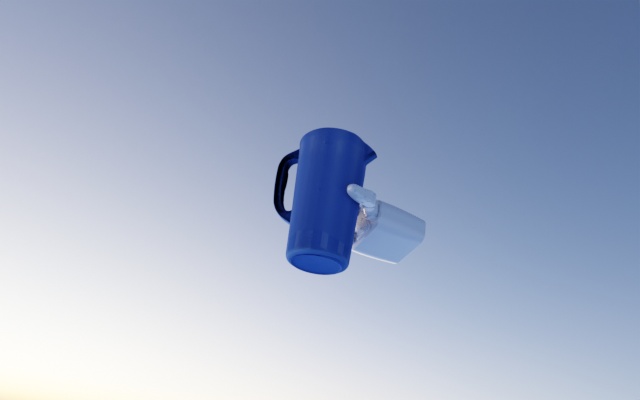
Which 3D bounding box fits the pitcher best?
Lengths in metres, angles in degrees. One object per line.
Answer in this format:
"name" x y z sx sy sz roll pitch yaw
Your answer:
"pitcher" 0.000 0.003 0.852 0.145 0.242 0.149 22 -30 -21
